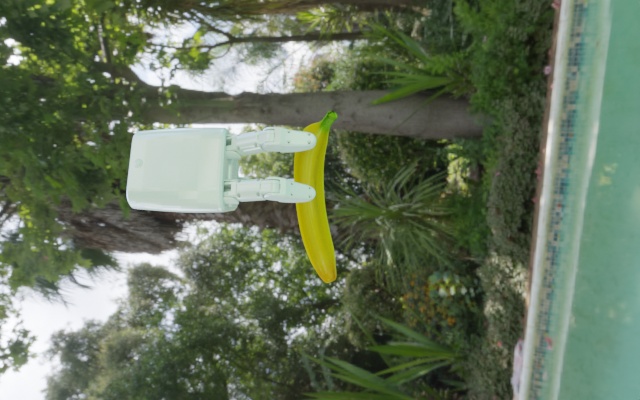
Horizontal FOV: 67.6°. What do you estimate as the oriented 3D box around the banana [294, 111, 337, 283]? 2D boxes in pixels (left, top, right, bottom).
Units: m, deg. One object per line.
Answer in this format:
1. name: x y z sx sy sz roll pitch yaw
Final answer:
1. banana: -0.007 -0.004 0.566 0.037 0.198 0.069 -5 9 -21
